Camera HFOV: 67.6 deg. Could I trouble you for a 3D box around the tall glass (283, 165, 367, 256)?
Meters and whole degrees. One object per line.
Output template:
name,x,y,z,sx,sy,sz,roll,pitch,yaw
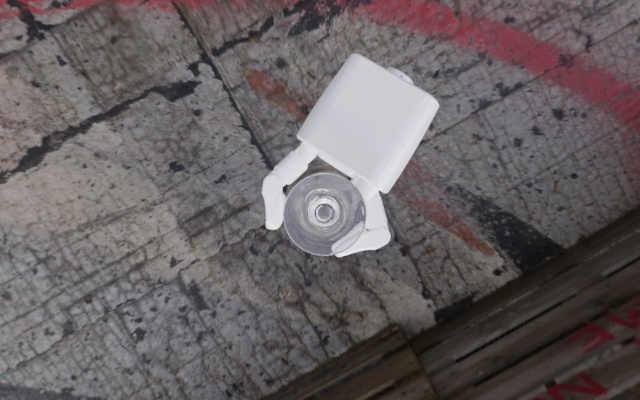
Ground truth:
tall glass,0.000,0.002,0.520,0.079,0.079,0.201,0,6,-3
